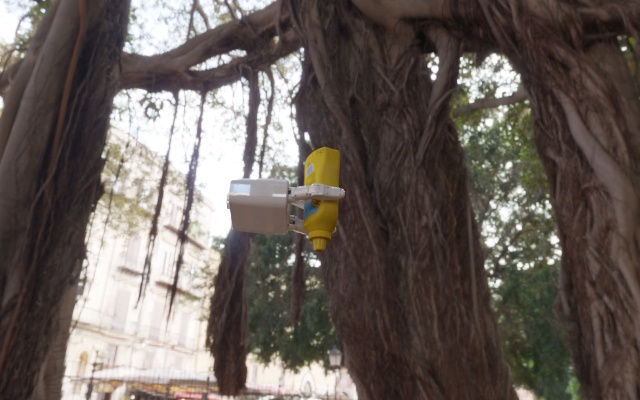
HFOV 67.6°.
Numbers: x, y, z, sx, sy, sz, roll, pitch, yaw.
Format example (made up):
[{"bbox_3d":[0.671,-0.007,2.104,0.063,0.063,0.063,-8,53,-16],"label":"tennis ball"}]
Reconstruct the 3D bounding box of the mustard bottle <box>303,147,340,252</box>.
[{"bbox_3d":[0.000,0.003,0.899,0.058,0.191,0.096,13,-26,-24],"label":"mustard bottle"}]
